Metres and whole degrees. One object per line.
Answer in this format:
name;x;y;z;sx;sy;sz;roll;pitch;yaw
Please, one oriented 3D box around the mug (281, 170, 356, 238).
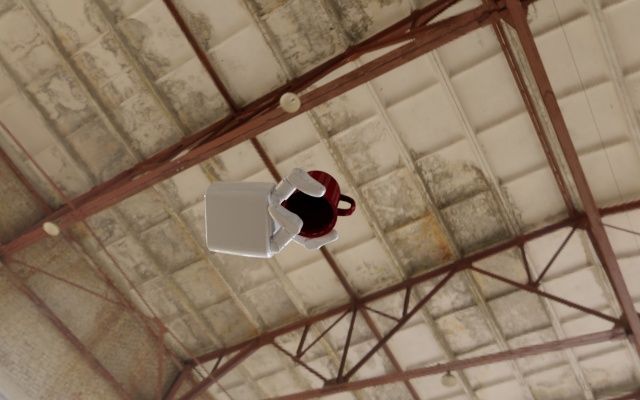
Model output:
mug;0.002;0.003;0.785;0.117;0.093;0.081;4;29;10
